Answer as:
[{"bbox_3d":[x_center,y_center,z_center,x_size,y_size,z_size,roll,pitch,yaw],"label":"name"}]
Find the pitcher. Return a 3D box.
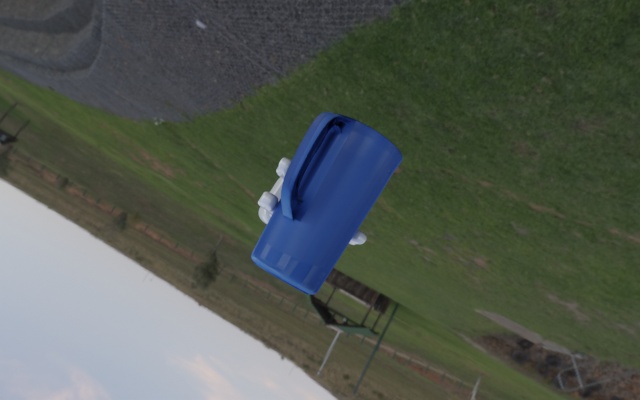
[{"bbox_3d":[0.000,0.002,0.681,0.149,0.243,0.145,32,-9,-12],"label":"pitcher"}]
